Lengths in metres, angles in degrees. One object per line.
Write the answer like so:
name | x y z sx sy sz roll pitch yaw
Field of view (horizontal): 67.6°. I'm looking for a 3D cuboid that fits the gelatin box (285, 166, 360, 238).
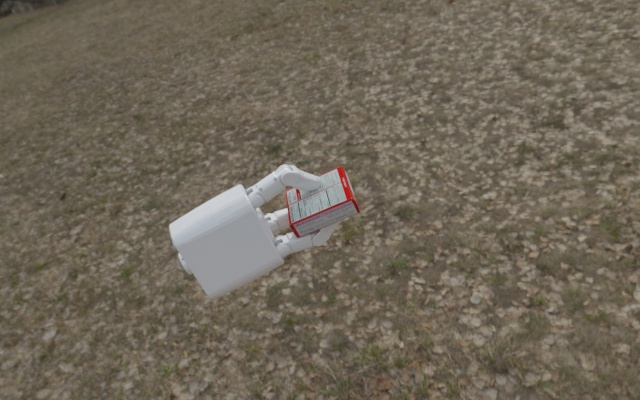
gelatin box | 0.000 0.002 0.625 0.089 0.030 0.073 -24 38 8
